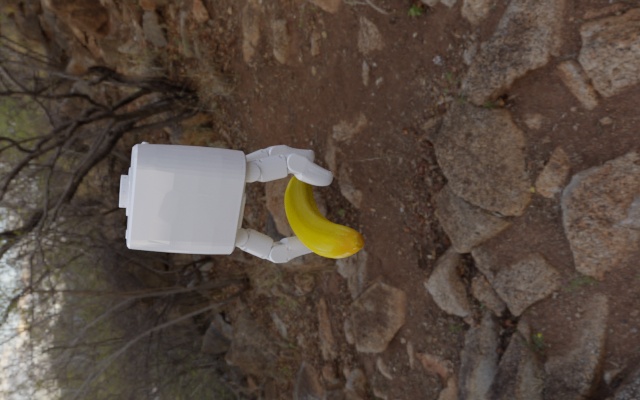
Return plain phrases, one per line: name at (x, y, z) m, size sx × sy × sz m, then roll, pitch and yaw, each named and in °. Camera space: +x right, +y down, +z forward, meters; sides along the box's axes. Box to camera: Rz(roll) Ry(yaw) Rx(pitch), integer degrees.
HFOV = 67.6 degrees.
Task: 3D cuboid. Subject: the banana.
banana at (-0.007, 0.016, 0.533) m, size 0.037 × 0.070 × 0.197 m, roll 9°, pitch 27°, yaw -25°
